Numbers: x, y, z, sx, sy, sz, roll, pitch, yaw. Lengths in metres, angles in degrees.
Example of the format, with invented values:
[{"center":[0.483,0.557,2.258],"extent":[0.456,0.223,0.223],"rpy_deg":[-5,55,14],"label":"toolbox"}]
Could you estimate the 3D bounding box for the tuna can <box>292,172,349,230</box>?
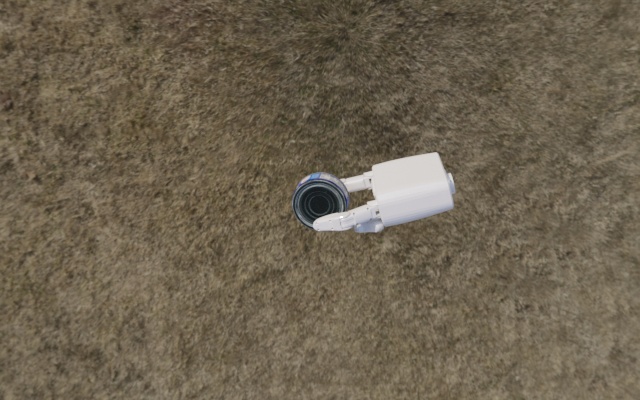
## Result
[{"center":[0.000,0.003,0.729],"extent":[0.086,0.086,0.033],"rpy_deg":[0,21,9],"label":"tuna can"}]
